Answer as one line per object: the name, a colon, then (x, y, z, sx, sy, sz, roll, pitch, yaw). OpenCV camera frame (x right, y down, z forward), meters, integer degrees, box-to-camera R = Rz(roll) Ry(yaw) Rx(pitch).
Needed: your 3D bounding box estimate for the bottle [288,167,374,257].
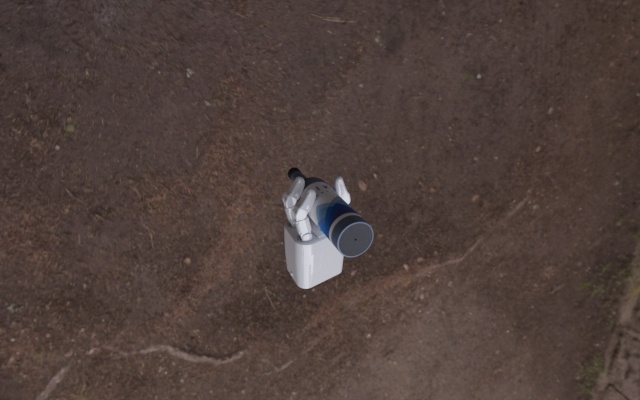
bottle: (0.000, 0.003, 0.896, 0.069, 0.069, 0.295, 0, 25, -25)
